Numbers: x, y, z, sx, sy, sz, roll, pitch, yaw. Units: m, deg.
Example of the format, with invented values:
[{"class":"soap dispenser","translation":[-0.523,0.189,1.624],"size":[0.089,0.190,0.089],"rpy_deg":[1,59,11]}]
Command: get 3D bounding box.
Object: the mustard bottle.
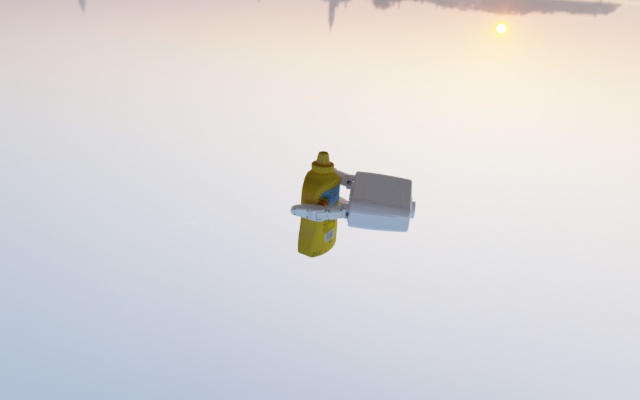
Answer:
[{"class":"mustard bottle","translation":[0.000,0.003,0.874],"size":[0.058,0.192,0.096],"rpy_deg":[19,29,29]}]
